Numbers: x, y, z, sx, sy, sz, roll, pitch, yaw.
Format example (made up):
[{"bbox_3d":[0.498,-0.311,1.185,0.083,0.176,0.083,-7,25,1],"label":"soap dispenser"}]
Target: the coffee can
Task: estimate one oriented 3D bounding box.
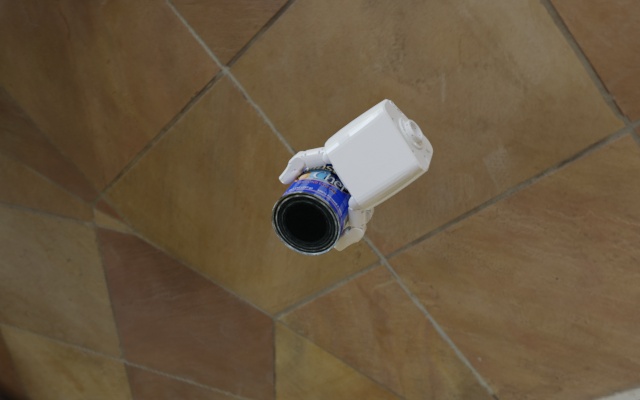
[{"bbox_3d":[0.000,0.002,0.721,0.103,0.103,0.140,0,27,20],"label":"coffee can"}]
